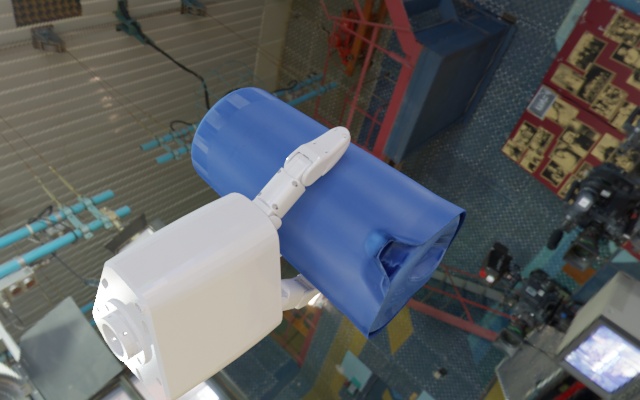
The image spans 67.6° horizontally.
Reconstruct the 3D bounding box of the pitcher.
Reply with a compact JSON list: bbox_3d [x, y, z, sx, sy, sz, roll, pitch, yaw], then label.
[{"bbox_3d":[0.000,0.002,0.449,0.242,0.149,0.145,38,46,22],"label":"pitcher"}]
